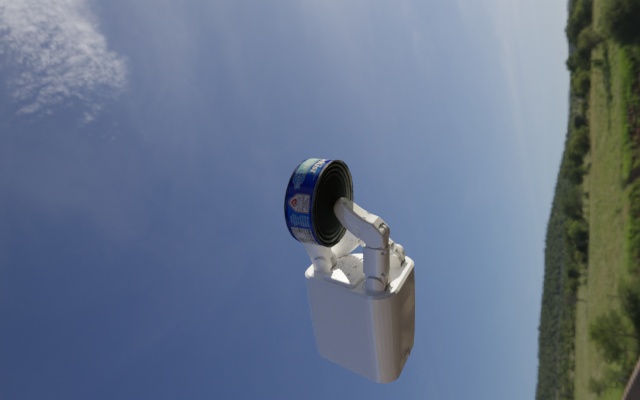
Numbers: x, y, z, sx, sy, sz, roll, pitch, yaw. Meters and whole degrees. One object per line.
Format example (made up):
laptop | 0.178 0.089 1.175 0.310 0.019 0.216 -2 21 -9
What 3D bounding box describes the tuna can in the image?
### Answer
tuna can | 0.000 0.001 0.470 0.034 0.086 0.086 7 3 28
